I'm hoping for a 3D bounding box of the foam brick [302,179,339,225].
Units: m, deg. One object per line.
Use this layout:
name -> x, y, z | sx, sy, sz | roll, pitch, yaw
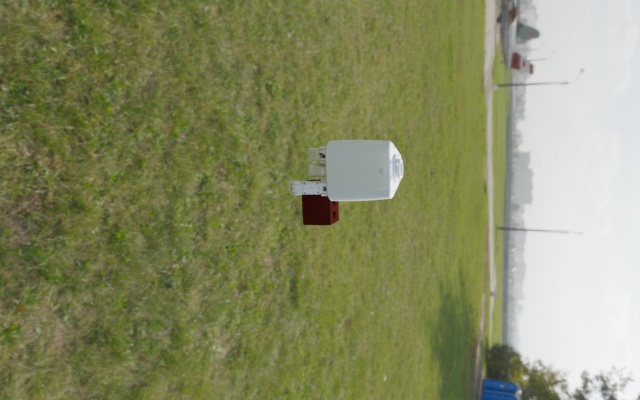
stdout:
foam brick -> 0.000, 0.003, 0.838 | 0.051, 0.078, 0.053 | 0, 8, 19
